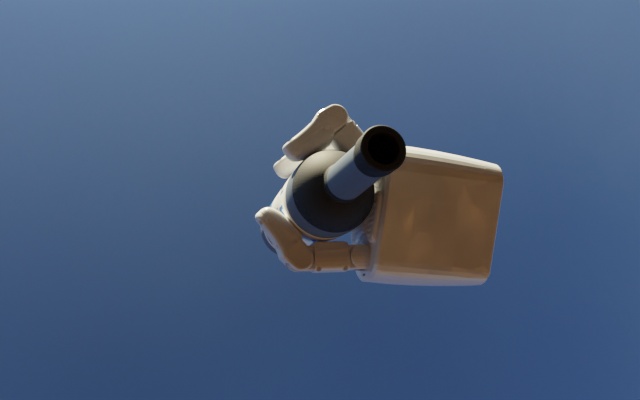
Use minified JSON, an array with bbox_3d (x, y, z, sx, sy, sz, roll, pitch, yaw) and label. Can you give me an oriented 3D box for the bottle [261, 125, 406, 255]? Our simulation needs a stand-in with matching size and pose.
[{"bbox_3d":[0.000,0.001,0.403,0.069,0.069,0.296,0,-12,-14],"label":"bottle"}]
